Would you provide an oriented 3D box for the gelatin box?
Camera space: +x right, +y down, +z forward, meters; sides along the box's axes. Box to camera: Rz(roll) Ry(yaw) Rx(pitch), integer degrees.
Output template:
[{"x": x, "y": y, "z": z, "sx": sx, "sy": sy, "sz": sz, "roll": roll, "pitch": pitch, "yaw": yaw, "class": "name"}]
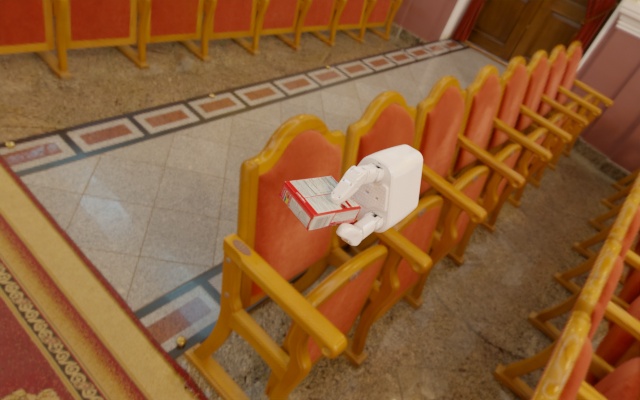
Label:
[{"x": 0.000, "y": 0.002, "z": 0.650, "sx": 0.089, "sy": 0.030, "sz": 0.073, "roll": -9, "pitch": 46, "yaw": -41, "class": "gelatin box"}]
